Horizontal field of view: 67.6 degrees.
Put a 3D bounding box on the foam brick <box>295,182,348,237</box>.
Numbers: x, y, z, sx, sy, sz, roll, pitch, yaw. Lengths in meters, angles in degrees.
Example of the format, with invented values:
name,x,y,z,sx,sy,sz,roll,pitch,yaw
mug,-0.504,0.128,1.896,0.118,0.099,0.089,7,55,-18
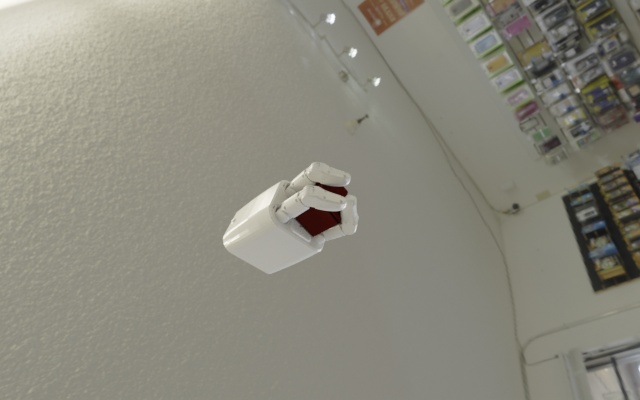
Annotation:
name,x,y,z,sx,sy,sz,roll,pitch,yaw
foam brick,0.000,0.002,0.695,0.051,0.053,0.078,-29,24,30
